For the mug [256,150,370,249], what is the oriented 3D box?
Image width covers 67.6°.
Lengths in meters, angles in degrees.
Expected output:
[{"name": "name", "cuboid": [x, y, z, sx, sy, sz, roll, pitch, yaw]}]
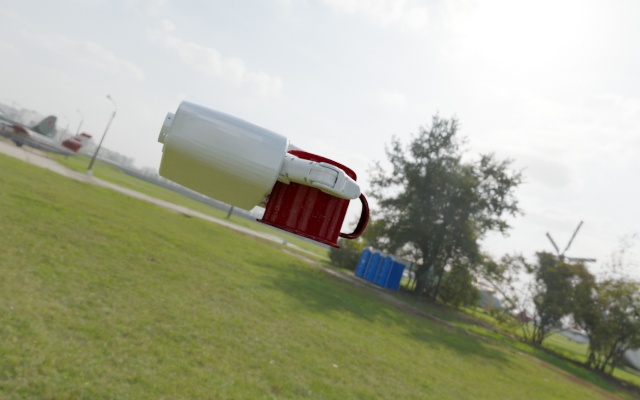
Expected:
[{"name": "mug", "cuboid": [0.001, 0.002, 0.505, 0.117, 0.081, 0.093, 20, -5, -17]}]
